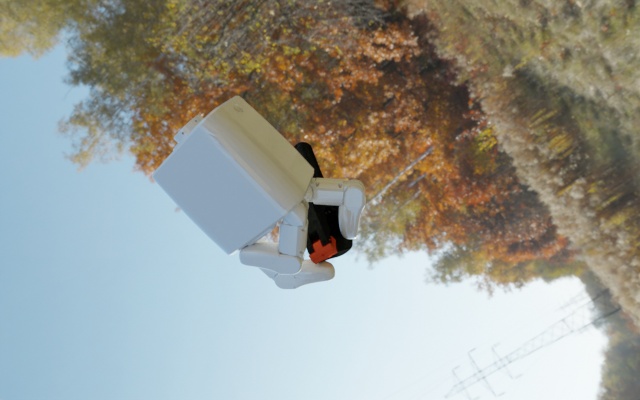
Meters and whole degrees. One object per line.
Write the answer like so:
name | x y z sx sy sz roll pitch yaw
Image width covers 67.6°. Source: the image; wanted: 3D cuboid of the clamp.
clamp | 0.000 0.002 0.529 0.039 0.120 0.171 -40 12 19
